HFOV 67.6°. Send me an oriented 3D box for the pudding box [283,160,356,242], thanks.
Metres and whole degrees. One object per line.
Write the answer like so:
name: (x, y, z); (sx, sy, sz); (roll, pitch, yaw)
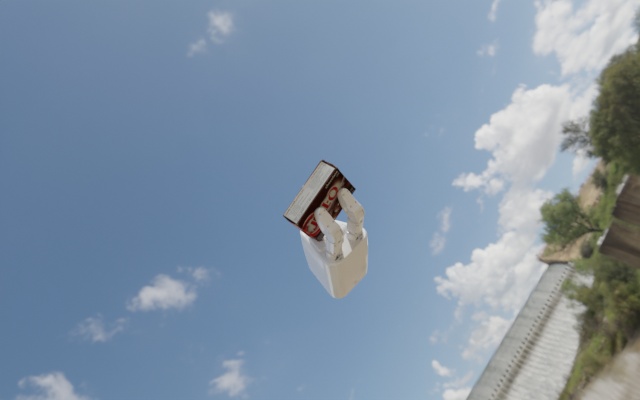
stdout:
pudding box: (0.000, 0.002, 0.776); (0.039, 0.113, 0.090); (29, -7, 31)
